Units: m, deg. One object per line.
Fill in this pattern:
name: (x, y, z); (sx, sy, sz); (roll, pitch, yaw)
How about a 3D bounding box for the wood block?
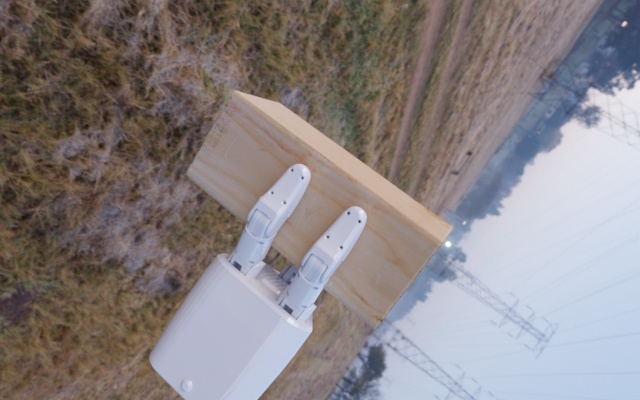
wood block: (0.000, 0.002, 0.417); (0.206, 0.090, 0.091); (38, 15, 14)
